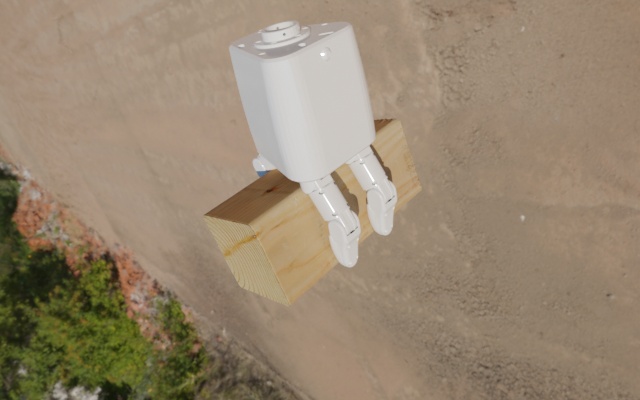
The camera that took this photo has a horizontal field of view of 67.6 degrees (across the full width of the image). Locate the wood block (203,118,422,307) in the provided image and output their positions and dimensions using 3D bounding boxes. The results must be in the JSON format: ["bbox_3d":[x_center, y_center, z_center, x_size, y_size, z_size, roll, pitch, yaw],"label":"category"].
[{"bbox_3d":[0.000,0.001,0.492,0.206,0.090,0.091,-37,26,-31],"label":"wood block"}]
